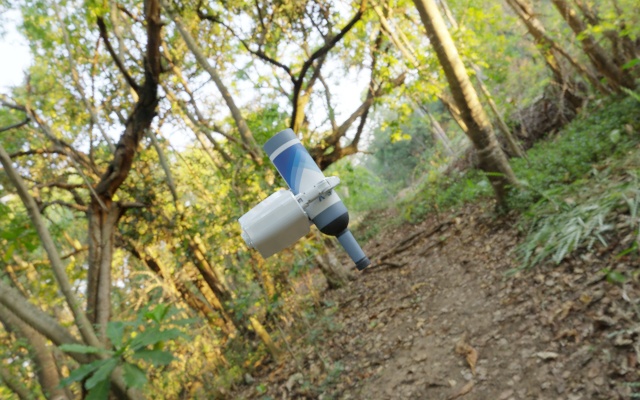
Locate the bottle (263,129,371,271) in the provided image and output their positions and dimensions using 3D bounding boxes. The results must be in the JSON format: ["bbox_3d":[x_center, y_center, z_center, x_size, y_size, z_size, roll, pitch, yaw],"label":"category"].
[{"bbox_3d":[0.000,0.003,0.898,0.069,0.295,0.069,-34,-5,-4],"label":"bottle"}]
